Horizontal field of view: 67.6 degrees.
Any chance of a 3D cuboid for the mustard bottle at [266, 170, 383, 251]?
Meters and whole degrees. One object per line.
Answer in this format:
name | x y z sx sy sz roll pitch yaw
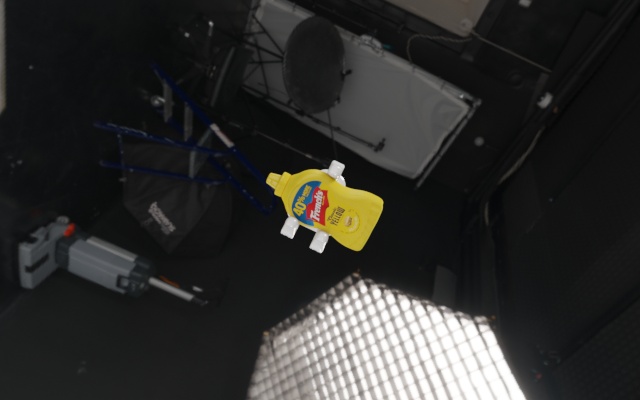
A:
mustard bottle | 0.000 0.003 0.793 0.191 0.096 0.058 25 22 0
